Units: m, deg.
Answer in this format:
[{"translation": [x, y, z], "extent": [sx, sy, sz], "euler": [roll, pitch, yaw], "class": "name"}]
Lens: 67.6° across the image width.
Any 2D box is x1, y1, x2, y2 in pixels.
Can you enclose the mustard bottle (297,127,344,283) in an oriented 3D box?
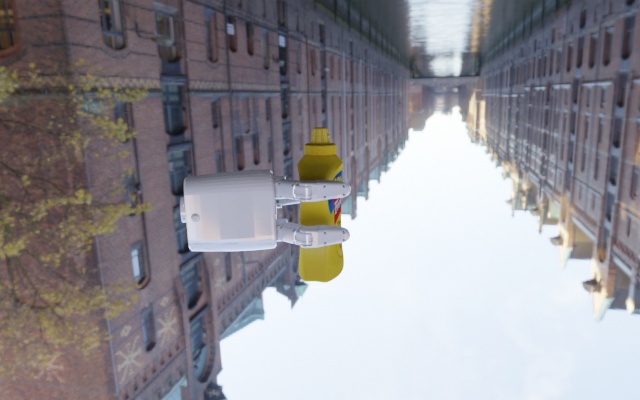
[{"translation": [0.000, 0.002, 0.620], "extent": [0.058, 0.192, 0.096], "euler": [2, 12, 13], "class": "mustard bottle"}]
